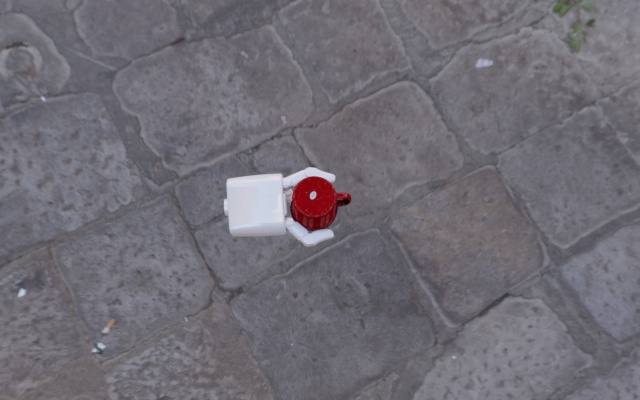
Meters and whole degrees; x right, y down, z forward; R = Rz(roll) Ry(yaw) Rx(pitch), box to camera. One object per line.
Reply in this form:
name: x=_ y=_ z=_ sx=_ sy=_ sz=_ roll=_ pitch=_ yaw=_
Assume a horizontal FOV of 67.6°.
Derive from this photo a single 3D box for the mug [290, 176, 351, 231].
mug: x=0.002 y=0.003 z=0.895 sx=0.117 sy=0.093 sz=0.081 roll=-4 pitch=-16 yaw=-3
